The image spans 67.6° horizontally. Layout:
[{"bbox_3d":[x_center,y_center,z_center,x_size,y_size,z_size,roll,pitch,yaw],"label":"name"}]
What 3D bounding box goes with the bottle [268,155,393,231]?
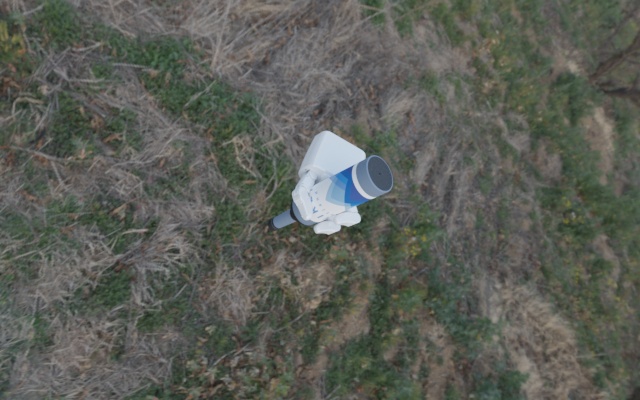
[{"bbox_3d":[0.000,0.003,0.890,0.069,0.069,0.296,0,-19,-45],"label":"bottle"}]
